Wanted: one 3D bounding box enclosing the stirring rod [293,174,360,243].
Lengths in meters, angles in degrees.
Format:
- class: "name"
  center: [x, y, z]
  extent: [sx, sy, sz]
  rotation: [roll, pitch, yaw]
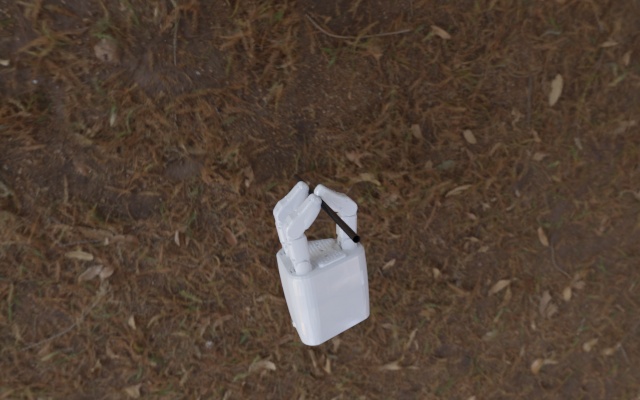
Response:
- class: "stirring rod"
  center: [0.000, 0.002, 0.578]
  extent: [0.011, 0.011, 0.239]
  rotation: [0, 18, -18]
